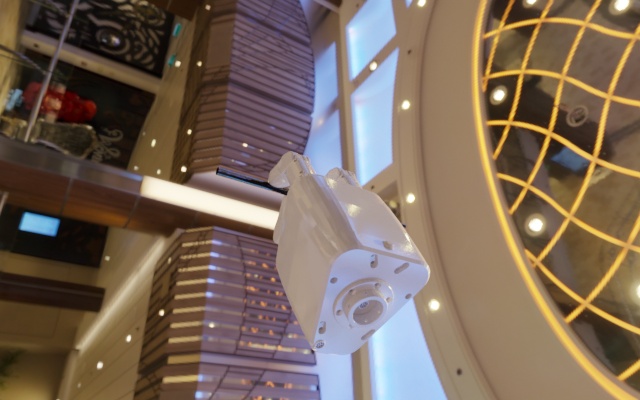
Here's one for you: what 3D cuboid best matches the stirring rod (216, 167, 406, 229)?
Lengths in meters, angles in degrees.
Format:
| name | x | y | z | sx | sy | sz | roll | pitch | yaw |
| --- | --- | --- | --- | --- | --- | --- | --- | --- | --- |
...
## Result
| name | x | y | z | sx | sy | sz | roll | pitch | yaw |
| --- | --- | --- | --- | --- | --- | --- | --- | --- | --- |
| stirring rod | 0.000 | 0.002 | 0.526 | 0.239 | 0.011 | 0.011 | 17 | -8 | -28 |
